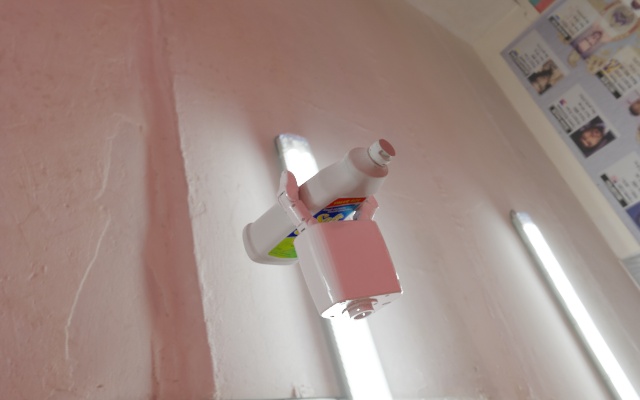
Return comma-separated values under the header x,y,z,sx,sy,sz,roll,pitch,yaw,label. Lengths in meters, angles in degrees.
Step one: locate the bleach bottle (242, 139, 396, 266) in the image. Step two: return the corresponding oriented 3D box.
x,y,z,sx,sy,sz,roll,pitch,yaw,label
0.000,0.002,0.660,0.102,0.068,0.251,11,-42,-41,bleach bottle
